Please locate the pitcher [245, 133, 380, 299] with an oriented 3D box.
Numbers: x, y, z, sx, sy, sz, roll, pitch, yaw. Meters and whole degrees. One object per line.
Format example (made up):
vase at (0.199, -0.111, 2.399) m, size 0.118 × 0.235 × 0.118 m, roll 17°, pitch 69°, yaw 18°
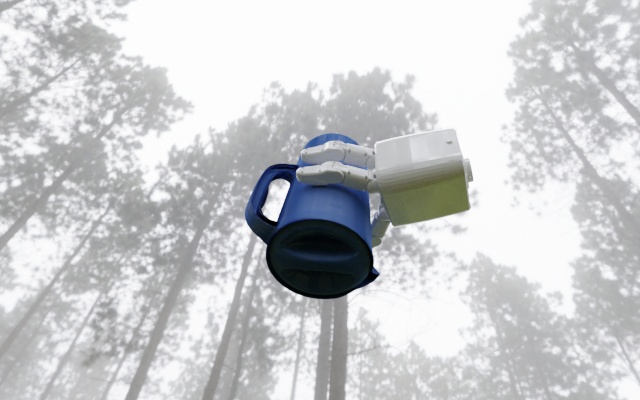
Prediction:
pitcher at (0.000, 0.002, 0.667) m, size 0.145 × 0.149 × 0.242 m, roll -12°, pitch 34°, yaw 15°
